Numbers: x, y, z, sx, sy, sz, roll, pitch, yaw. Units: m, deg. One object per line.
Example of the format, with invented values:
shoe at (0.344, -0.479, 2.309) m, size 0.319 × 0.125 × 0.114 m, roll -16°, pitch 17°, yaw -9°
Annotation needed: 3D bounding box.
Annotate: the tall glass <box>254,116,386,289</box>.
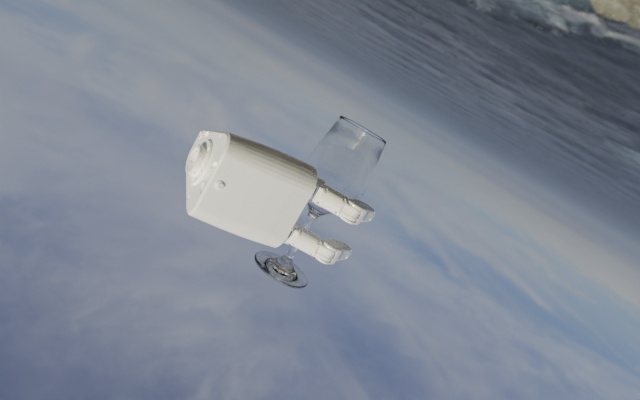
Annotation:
tall glass at (0.000, 0.002, 0.567) m, size 0.079 × 0.201 × 0.079 m, roll 29°, pitch 13°, yaw -7°
